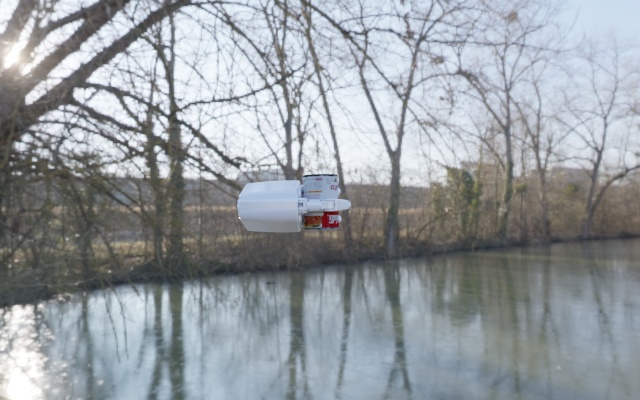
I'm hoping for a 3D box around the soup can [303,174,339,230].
[{"bbox_3d":[0.001,0.003,0.898,0.068,0.102,0.068,-1,-1,0],"label":"soup can"}]
